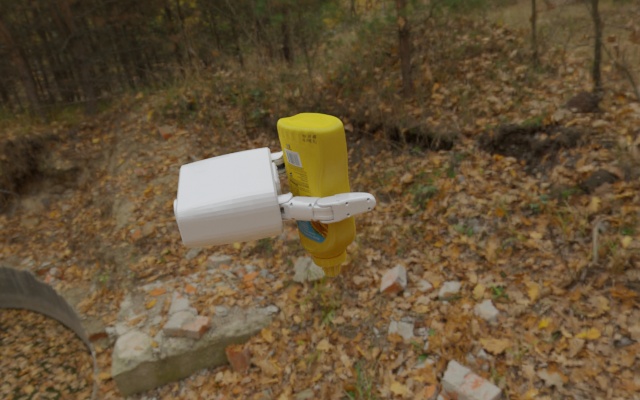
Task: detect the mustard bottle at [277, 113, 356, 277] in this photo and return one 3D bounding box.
[{"bbox_3d":[0.000,0.001,0.543,0.058,0.192,0.096,-21,25,-27],"label":"mustard bottle"}]
